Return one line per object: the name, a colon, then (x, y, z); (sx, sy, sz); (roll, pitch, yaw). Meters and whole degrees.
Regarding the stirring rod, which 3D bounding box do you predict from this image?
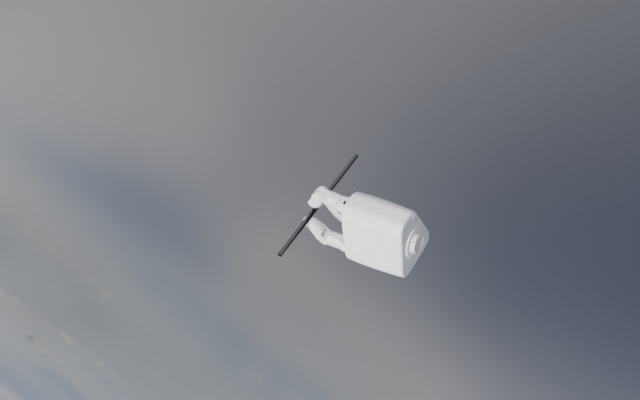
stirring rod: (0.000, 0.003, 0.821); (0.011, 0.239, 0.011); (29, -27, 17)
